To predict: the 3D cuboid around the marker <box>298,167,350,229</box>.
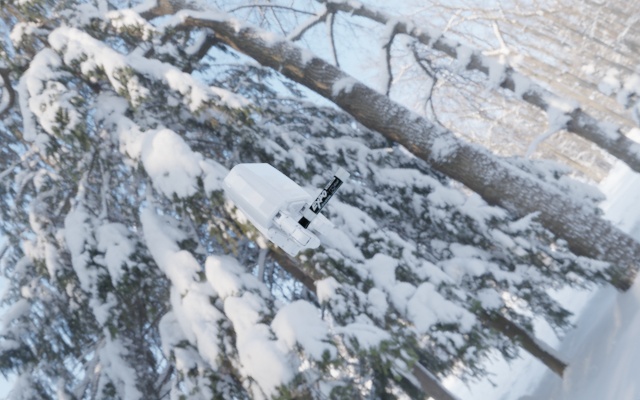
[{"bbox_3d":[0.000,0.002,0.722,0.020,0.121,0.020,38,2,-2],"label":"marker"}]
